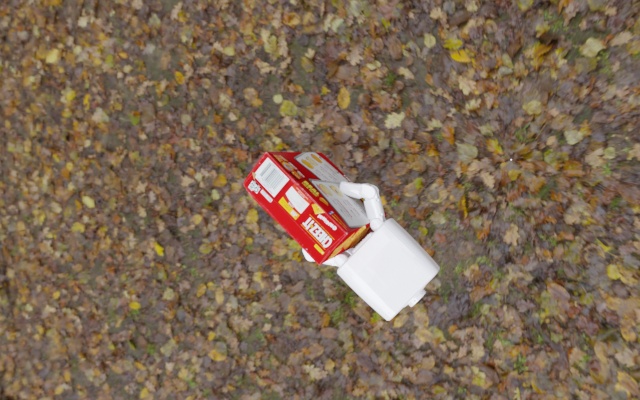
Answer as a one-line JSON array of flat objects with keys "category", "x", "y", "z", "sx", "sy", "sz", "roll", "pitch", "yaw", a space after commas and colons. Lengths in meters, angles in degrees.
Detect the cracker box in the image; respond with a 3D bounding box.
[{"category": "cracker box", "x": 0.000, "y": 0.002, "z": 0.744, "sx": 0.164, "sy": 0.072, "sz": 0.213, "roll": 45, "pitch": 18, "yaw": 12}]
